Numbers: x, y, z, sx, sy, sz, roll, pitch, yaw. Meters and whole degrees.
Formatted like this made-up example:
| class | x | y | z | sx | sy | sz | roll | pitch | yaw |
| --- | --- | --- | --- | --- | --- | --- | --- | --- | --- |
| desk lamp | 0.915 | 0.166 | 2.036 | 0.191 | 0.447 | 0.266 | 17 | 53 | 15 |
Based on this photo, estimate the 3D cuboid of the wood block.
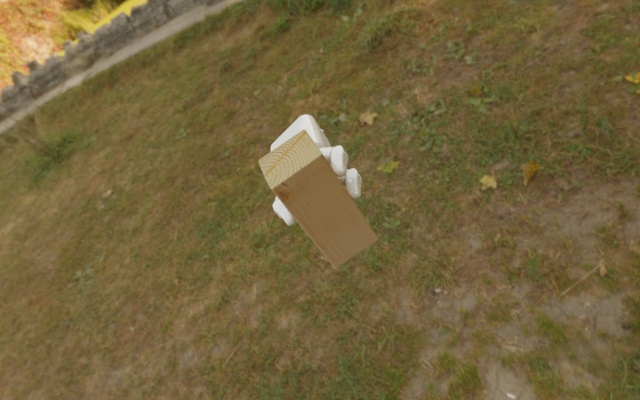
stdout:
| class | x | y | z | sx | sy | sz | roll | pitch | yaw |
| --- | --- | --- | --- | --- | --- | --- | --- | --- | --- |
| wood block | 0.000 | 0.002 | 0.767 | 0.091 | 0.206 | 0.090 | -34 | 38 | 3 |
